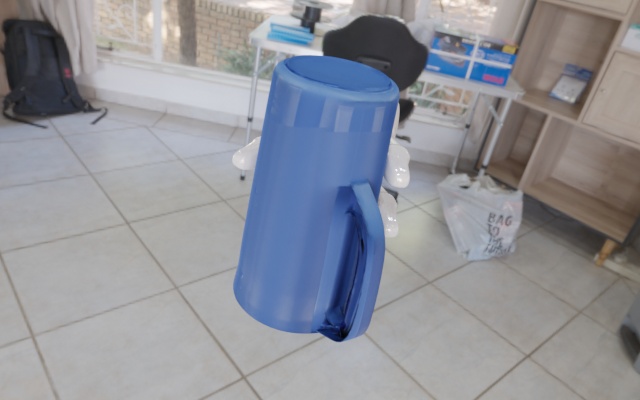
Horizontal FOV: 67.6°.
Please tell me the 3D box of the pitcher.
[{"bbox_3d":[0.000,0.001,0.447,0.149,0.243,0.145,16,30,8],"label":"pitcher"}]
